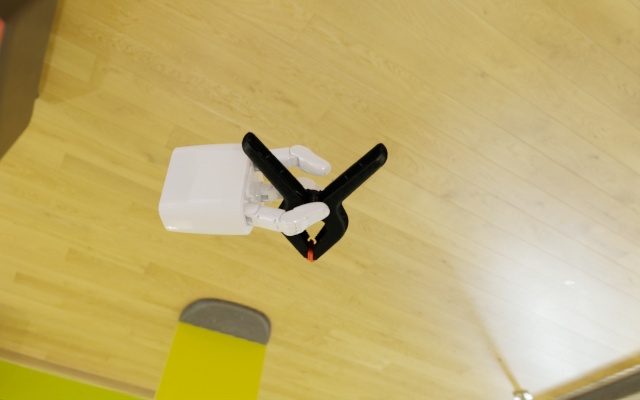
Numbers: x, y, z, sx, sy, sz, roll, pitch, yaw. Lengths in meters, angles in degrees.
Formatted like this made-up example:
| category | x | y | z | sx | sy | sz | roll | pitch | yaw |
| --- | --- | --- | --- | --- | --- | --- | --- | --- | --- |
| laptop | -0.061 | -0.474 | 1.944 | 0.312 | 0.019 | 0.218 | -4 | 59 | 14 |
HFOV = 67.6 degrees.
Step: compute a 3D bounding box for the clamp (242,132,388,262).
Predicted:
| category | x | y | z | sx | sy | sz | roll | pitch | yaw |
| --- | --- | --- | --- | --- | --- | --- | --- | --- | --- |
| clamp | 0.000 | 0.003 | 0.596 | 0.164 | 0.210 | 0.036 | 1 | 45 | 8 |
